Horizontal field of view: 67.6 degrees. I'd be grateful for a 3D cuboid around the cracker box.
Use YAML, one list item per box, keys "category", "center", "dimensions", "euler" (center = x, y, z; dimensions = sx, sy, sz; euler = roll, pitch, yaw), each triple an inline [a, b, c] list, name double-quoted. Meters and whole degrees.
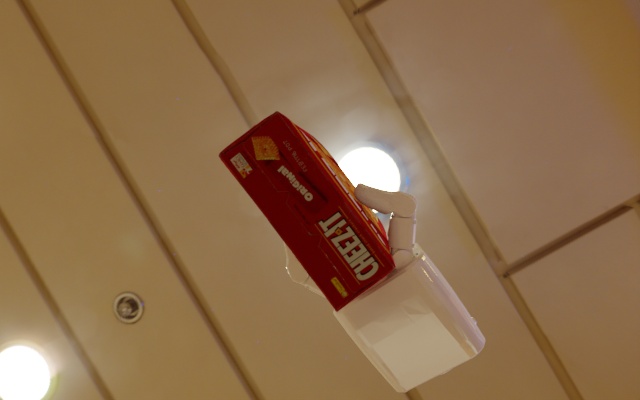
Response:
- category: "cracker box"
  center: [0.000, 0.002, 0.490]
  dimensions: [0.072, 0.164, 0.213]
  euler: [-38, 0, 6]
